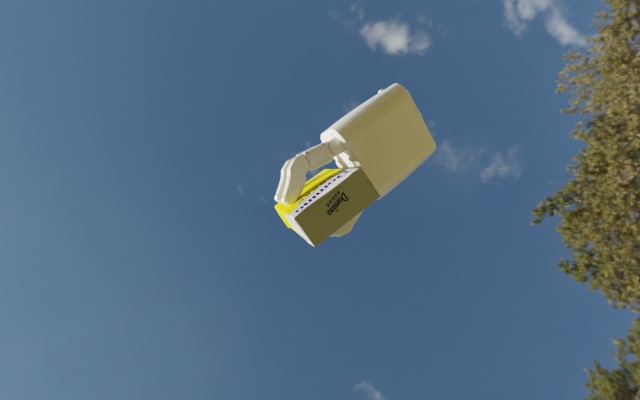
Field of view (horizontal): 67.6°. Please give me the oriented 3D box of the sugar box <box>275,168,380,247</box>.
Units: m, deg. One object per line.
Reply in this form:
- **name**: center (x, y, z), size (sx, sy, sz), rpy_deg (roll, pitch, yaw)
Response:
- **sugar box**: center (0.000, 0.001, 0.586), size (0.093, 0.048, 0.176), rpy_deg (-37, 7, -8)
